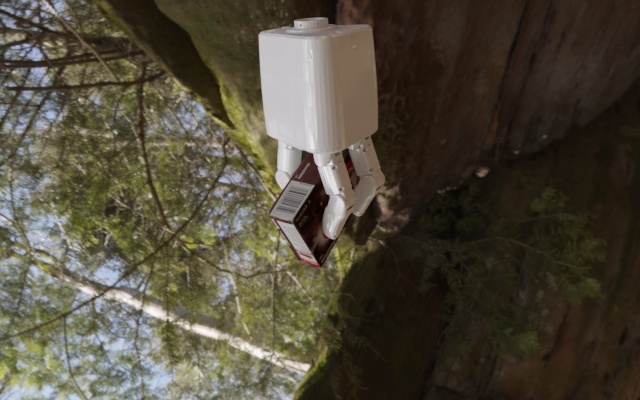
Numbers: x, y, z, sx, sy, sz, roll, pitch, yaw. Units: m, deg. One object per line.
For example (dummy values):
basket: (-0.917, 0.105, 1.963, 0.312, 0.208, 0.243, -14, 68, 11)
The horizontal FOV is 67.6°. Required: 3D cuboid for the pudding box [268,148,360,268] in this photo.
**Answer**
pudding box: (0.000, 0.002, 0.521, 0.039, 0.113, 0.090, 16, -29, 34)
